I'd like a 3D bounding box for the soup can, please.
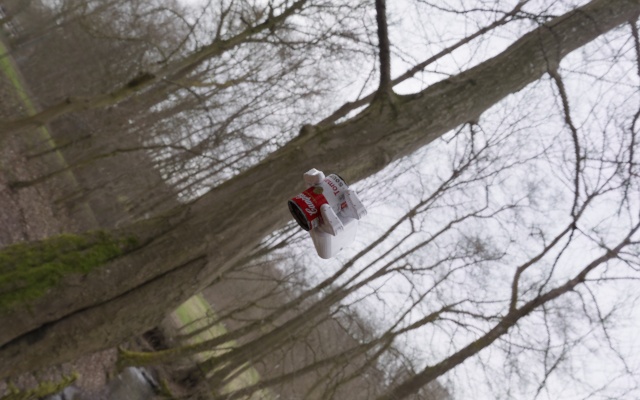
[{"bbox_3d":[0.000,0.002,0.882,0.102,0.068,0.068,-33,11,-18],"label":"soup can"}]
